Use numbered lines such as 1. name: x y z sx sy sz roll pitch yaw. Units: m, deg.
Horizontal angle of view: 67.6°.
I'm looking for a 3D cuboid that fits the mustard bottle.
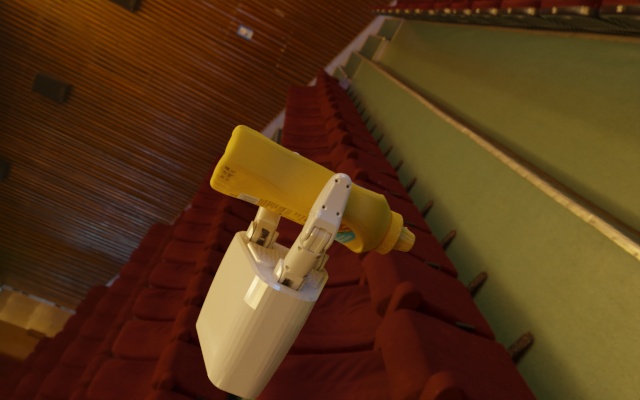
1. mustard bottle: 0.000 0.001 0.430 0.191 0.058 0.096 26 -15 -12
